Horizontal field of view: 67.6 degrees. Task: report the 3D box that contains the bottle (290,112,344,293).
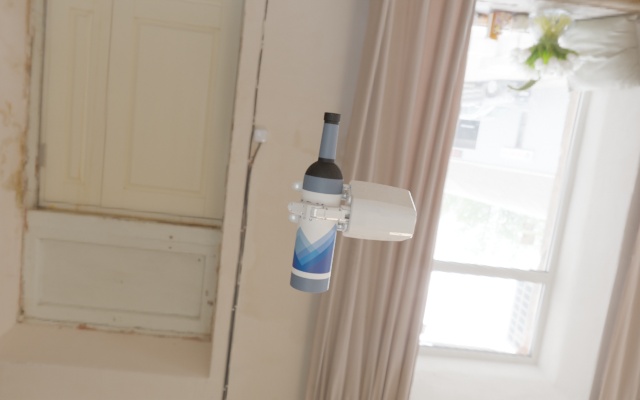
[{"bbox_3d":[0.000,0.003,0.796,0.069,0.296,0.069,8,8,-1],"label":"bottle"}]
